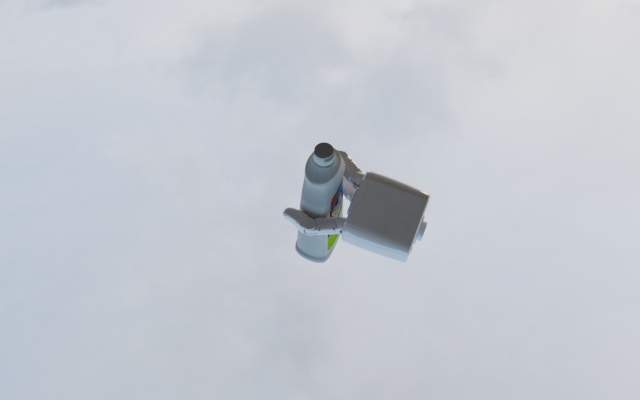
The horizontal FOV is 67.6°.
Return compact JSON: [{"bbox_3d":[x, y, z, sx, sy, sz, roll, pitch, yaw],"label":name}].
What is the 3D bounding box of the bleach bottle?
[{"bbox_3d":[0.000,0.002,0.767,0.068,0.102,0.251,22,-29,12],"label":"bleach bottle"}]
